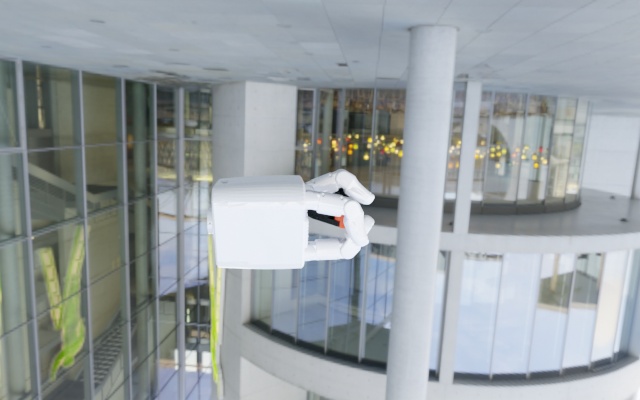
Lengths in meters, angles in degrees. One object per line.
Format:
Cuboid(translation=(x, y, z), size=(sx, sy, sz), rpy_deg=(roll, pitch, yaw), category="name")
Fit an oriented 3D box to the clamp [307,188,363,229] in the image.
Cuboid(translation=(0.000, 0.003, 0.659), size=(0.120, 0.039, 0.171), rpy_deg=(-3, 10, -5), category="clamp")
